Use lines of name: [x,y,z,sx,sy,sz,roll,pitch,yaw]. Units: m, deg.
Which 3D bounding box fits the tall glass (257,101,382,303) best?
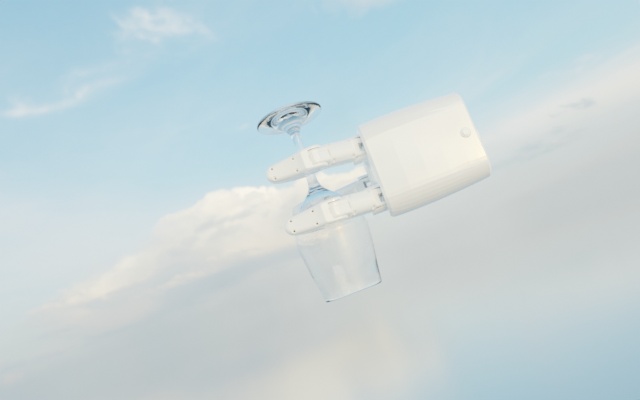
tall glass: [0.000,0.001,0.503,0.079,0.201,0.079,-19,-10,-4]
